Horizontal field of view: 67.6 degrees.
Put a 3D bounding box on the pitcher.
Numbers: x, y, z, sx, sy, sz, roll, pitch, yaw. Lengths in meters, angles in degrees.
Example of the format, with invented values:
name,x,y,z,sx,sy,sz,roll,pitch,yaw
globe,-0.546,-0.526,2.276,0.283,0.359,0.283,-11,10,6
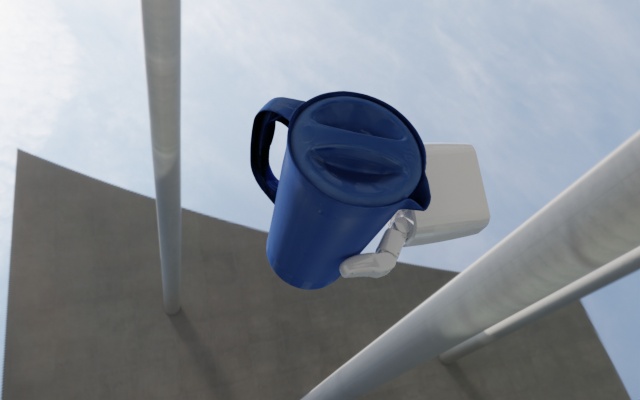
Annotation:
name,x,y,z,sx,sy,sz,roll,pitch,yaw
pitcher,0.000,0.002,0.529,0.145,0.149,0.243,-6,-29,-20
